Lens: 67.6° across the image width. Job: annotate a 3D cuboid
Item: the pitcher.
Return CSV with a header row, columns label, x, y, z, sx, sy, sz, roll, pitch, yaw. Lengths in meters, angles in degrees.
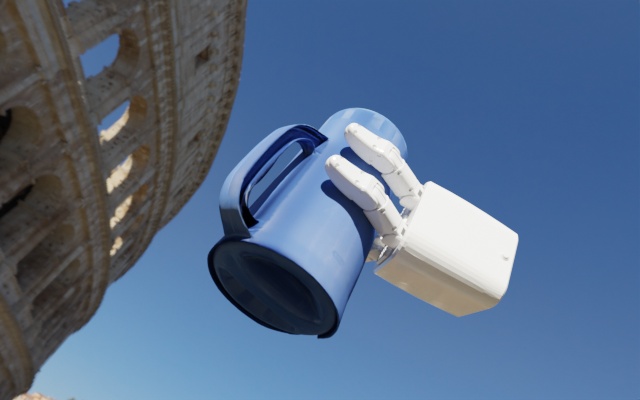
label,x,y,z,sx,sy,sz,roll,pitch,yaw
pitcher,0.000,0.002,0.488,0.145,0.242,0.149,30,-40,3
